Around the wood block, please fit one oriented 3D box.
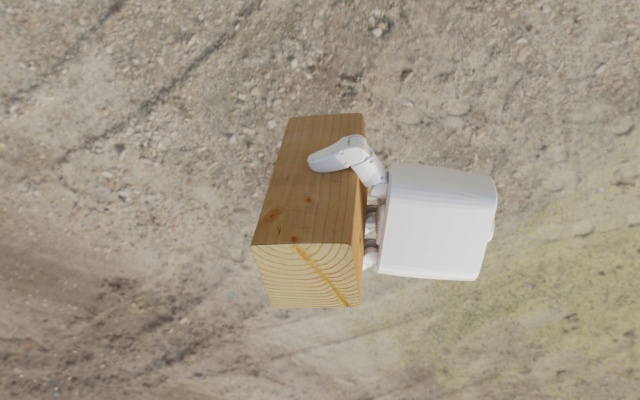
[{"bbox_3d":[0.000,0.001,0.505,0.090,0.091,0.206,-2,41,10],"label":"wood block"}]
